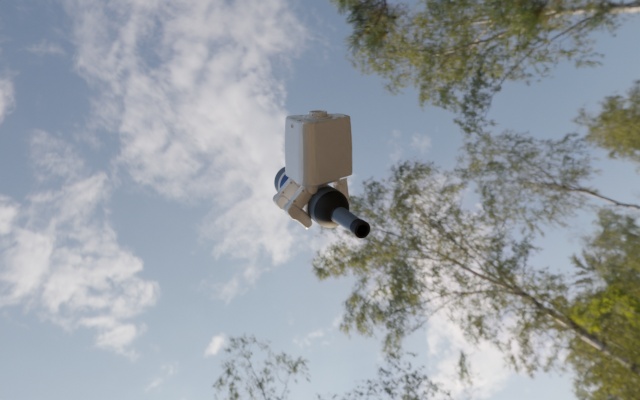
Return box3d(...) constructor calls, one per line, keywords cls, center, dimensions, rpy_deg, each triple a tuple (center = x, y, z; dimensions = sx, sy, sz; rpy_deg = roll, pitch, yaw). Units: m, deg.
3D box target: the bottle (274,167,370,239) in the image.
box3d(cls="bottle", center=(0.000, 0.003, 0.835), dimensions=(0.069, 0.069, 0.295), rpy_deg=(0, 16, -26))
